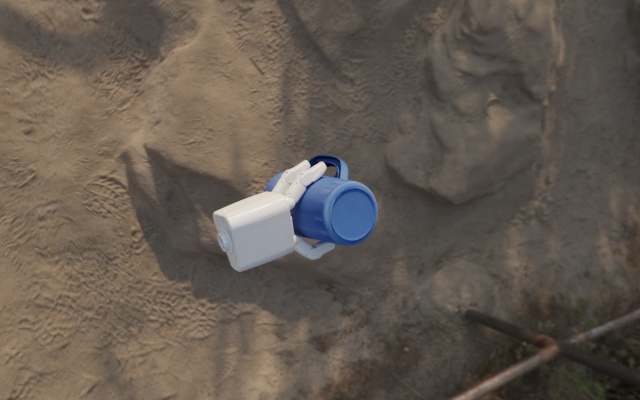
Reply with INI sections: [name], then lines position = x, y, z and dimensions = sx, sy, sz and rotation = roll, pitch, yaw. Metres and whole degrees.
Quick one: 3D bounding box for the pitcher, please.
[pitcher]
position = 0.000, 0.003, 0.884
dimensions = 0.145, 0.149, 0.243
rotation = -20, 14, -26
